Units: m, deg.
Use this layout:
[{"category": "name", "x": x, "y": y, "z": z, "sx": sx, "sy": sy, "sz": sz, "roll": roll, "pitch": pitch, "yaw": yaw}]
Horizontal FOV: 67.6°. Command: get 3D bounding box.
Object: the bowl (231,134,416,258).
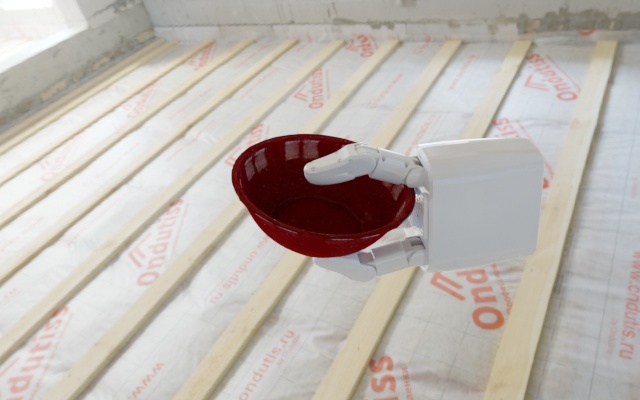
[{"category": "bowl", "x": -0.001, "y": 0.002, "z": 0.432, "sx": 0.162, "sy": 0.055, "sz": 0.162, "roll": 7, "pitch": 35, "yaw": -5}]
